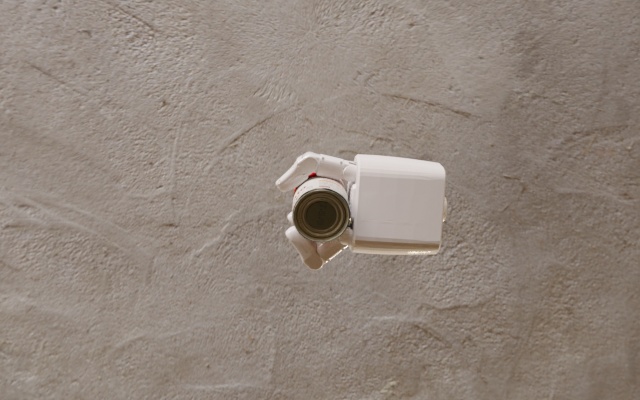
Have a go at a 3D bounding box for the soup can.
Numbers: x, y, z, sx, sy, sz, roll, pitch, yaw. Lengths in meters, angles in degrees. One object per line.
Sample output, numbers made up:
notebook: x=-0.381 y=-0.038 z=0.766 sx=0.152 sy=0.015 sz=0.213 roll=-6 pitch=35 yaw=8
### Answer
soup can: x=0.000 y=0.002 z=0.581 sx=0.068 sy=0.068 sz=0.102 roll=0 pitch=19 yaw=-1
